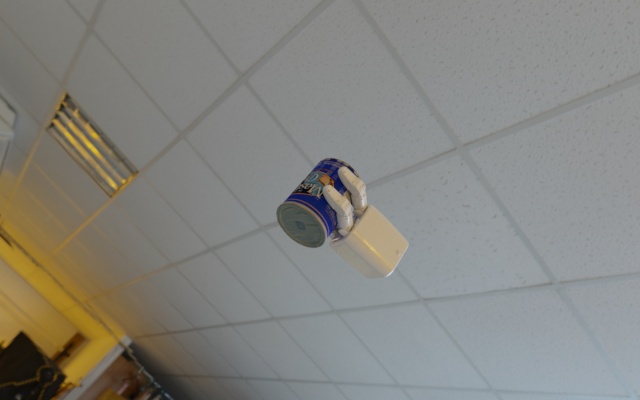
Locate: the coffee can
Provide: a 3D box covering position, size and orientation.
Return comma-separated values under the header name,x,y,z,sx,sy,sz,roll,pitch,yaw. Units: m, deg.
name,x,y,z,sx,sy,sz,roll,pitch,yaw
coffee can,0.000,0.003,0.876,0.103,0.103,0.140,0,38,40
